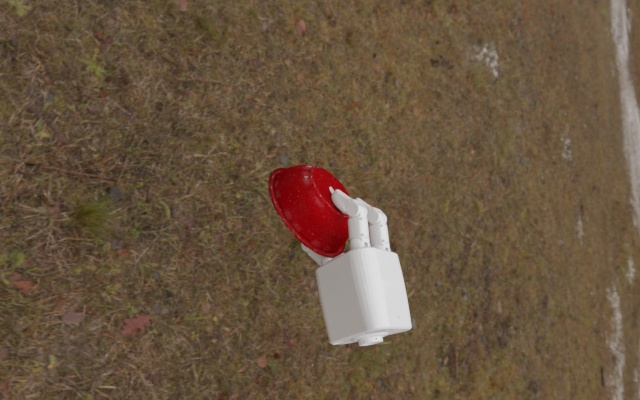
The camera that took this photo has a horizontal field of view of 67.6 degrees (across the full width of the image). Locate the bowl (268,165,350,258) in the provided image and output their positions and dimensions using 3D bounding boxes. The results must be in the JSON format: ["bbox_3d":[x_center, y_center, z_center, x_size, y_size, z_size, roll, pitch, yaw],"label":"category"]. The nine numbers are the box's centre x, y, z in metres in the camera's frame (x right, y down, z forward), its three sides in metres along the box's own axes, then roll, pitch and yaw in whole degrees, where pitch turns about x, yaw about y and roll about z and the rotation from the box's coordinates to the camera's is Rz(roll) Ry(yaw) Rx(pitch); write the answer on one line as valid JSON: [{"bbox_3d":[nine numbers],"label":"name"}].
[{"bbox_3d":[0.000,0.001,0.706,0.055,0.162,0.162,-39,-18,24],"label":"bowl"}]
